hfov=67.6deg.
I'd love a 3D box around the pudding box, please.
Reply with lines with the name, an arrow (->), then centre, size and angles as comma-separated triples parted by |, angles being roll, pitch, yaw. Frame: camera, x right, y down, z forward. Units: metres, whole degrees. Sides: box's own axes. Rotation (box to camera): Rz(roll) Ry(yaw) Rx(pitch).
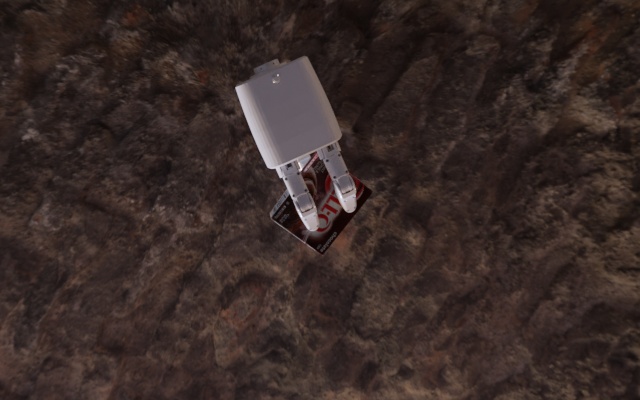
pudding box -> 0.000, 0.002, 0.637 | 0.090, 0.113, 0.039 | 37, 4, -17
